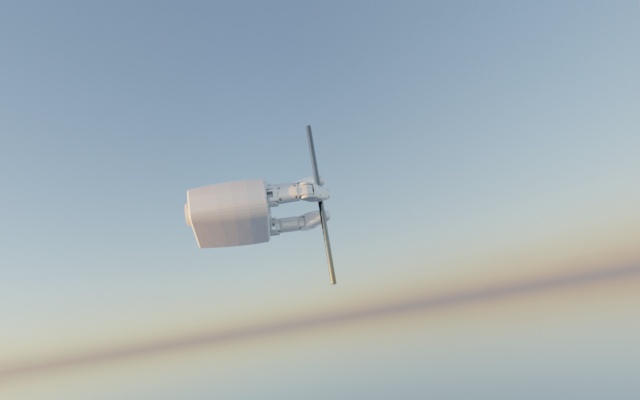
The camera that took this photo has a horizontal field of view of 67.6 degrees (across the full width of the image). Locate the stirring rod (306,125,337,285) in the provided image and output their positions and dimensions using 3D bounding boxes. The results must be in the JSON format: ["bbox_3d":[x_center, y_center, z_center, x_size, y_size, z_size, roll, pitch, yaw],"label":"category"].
[{"bbox_3d":[0.000,0.002,0.697,0.011,0.239,0.011,-9,-14,-2],"label":"stirring rod"}]
